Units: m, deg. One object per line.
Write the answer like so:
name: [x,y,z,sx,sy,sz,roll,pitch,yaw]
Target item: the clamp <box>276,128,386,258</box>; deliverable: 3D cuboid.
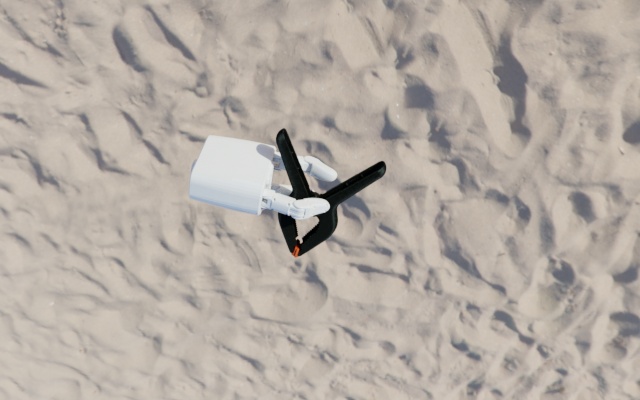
clamp: [0.000,0.003,0.727,0.164,0.210,0.036,12,31,-1]
